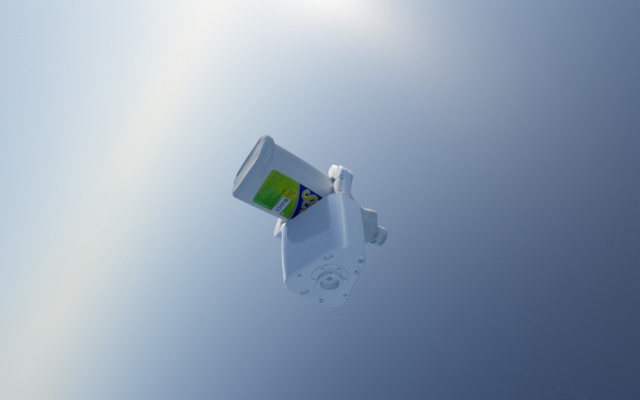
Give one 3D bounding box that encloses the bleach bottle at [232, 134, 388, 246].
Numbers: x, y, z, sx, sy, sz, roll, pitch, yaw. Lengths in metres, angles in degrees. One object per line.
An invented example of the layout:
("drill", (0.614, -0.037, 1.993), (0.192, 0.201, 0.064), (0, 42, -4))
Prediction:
("bleach bottle", (0.000, 0.002, 0.721), (0.251, 0.103, 0.068), (26, 32, -22))
